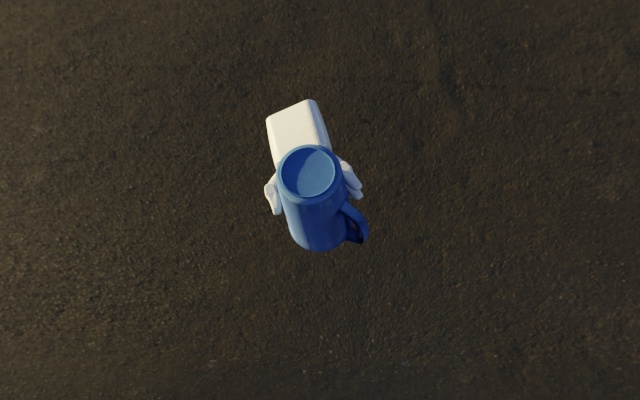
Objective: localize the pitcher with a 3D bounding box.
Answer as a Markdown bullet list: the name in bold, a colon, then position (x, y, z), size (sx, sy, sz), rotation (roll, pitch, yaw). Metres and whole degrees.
- **pitcher**: position (0.000, 0.003, 0.862), size (0.149, 0.145, 0.243), rotation (-14, -21, 0)
